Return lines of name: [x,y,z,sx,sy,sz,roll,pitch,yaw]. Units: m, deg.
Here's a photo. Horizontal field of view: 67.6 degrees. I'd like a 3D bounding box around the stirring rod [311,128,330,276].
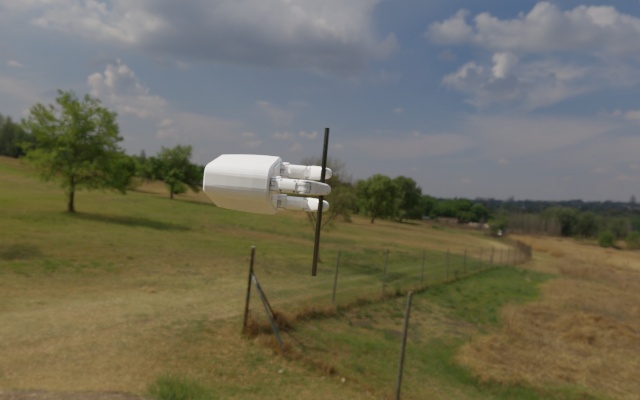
stirring rod: [0.000,0.003,0.775,0.011,0.239,0.011,5,0,0]
